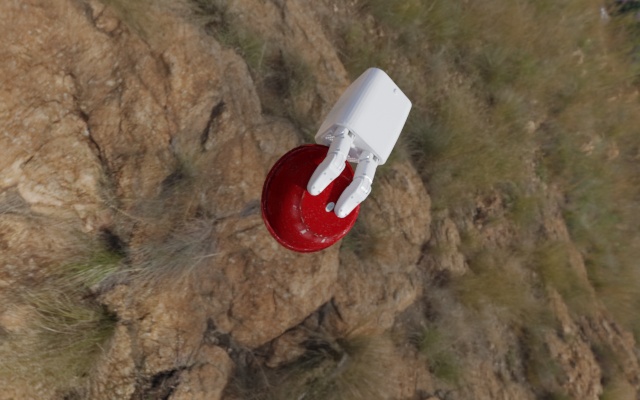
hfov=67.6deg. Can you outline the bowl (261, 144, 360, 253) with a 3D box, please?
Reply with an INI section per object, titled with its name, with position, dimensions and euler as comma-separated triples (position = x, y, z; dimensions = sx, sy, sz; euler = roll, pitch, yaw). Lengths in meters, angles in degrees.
[bowl]
position = 0.000, 0.004, 0.675
dimensions = 0.162, 0.162, 0.055
euler = 0, 9, -29
